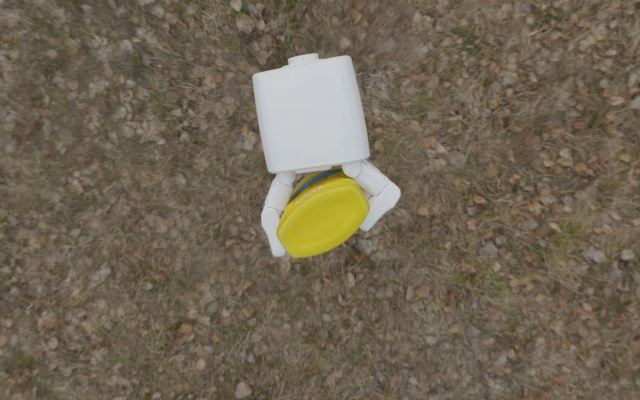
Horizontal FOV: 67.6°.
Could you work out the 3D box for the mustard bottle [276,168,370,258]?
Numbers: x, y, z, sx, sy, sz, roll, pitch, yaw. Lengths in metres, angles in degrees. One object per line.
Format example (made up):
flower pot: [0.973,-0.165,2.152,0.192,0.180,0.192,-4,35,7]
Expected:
mustard bottle: [0.000,0.002,0.555,0.096,0.058,0.191,-34,11,6]
